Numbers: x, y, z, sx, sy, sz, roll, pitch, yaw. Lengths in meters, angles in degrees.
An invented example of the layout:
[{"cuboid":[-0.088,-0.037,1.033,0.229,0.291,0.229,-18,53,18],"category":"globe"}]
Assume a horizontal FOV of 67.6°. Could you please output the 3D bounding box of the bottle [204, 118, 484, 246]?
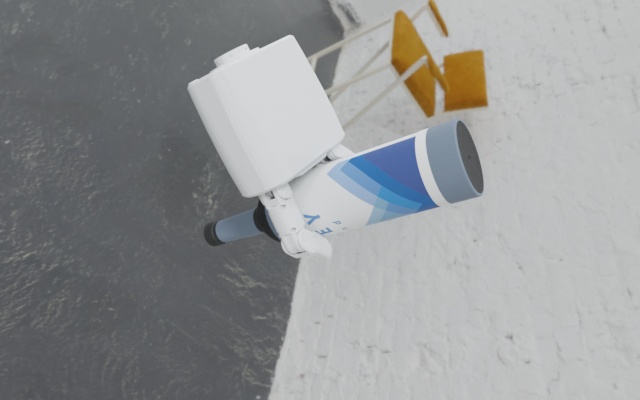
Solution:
[{"cuboid":[0.000,0.002,0.461,0.296,0.069,0.069,-17,-9,30],"category":"bottle"}]
